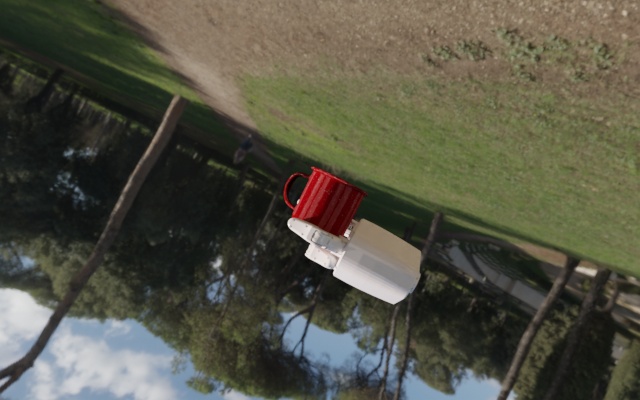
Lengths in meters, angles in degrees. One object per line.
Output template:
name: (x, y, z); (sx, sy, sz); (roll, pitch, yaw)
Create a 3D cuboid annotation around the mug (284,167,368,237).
mug: (-0.001, 0.002, 0.699); (0.117, 0.081, 0.093); (27, -1, 8)
